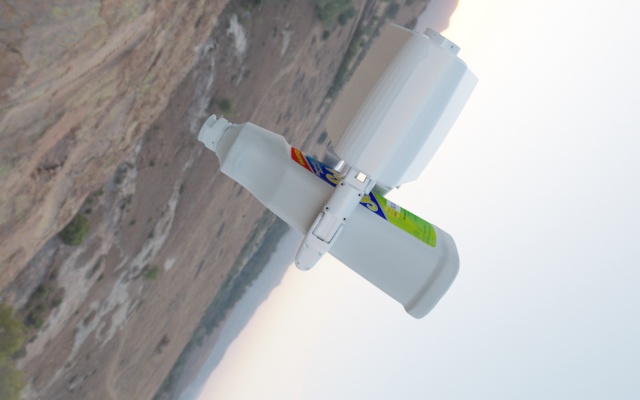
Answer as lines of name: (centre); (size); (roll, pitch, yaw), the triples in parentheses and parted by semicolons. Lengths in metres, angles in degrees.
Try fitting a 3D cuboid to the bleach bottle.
bleach bottle: (0.000, 0.001, 0.432); (0.251, 0.068, 0.102); (32, 19, 0)
